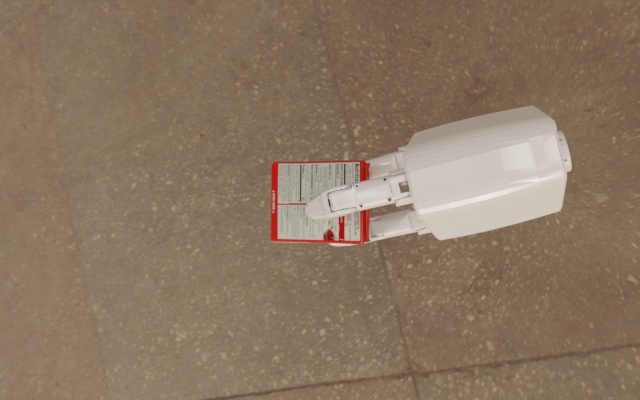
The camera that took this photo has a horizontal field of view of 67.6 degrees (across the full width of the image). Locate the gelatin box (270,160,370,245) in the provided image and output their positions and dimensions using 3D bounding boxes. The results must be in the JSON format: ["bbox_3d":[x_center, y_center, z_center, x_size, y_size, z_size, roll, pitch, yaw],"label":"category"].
[{"bbox_3d":[0.000,0.001,0.432,0.089,0.073,0.030,0,0,16],"label":"gelatin box"}]
